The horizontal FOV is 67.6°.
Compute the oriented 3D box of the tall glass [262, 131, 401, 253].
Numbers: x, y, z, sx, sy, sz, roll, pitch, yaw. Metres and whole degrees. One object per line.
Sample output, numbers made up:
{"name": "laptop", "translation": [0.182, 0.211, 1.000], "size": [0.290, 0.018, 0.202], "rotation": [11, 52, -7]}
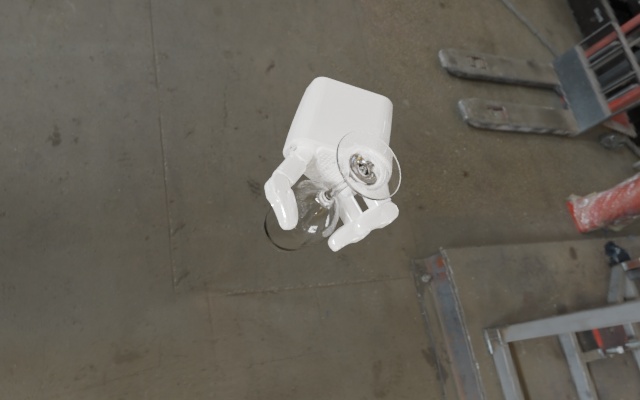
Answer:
{"name": "tall glass", "translation": [0.000, 0.002, 0.539], "size": [0.079, 0.079, 0.201], "rotation": [0, -22, -31]}
